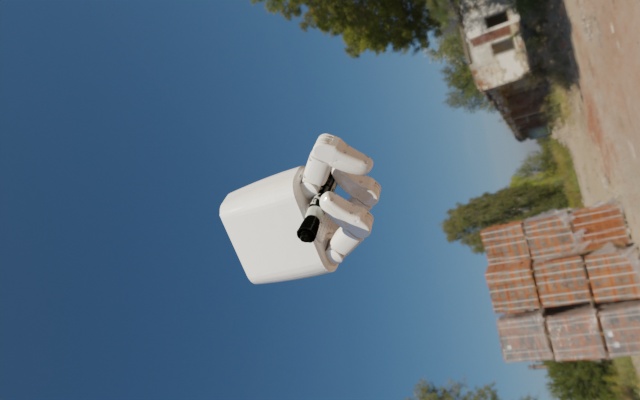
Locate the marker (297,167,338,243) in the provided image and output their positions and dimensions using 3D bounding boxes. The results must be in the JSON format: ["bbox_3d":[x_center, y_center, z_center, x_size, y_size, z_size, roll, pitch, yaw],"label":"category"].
[{"bbox_3d":[0.000,0.002,0.491,0.020,0.020,0.121,0,35,18],"label":"marker"}]
